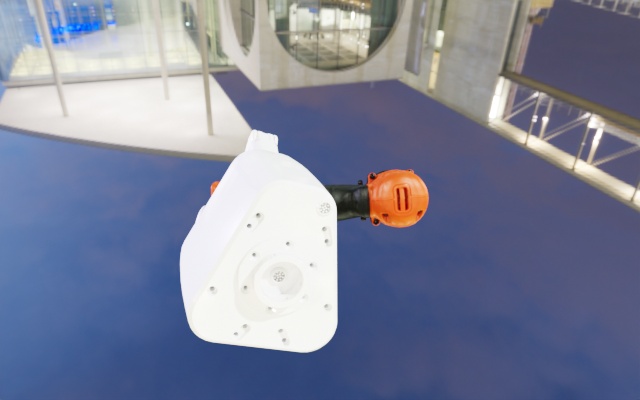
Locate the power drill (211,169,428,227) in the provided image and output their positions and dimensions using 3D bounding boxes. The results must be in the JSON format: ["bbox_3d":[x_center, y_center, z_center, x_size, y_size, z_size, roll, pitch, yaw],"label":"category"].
[{"bbox_3d":[0.000,0.002,0.463,0.187,0.057,0.184,-6,-1,2],"label":"power drill"}]
